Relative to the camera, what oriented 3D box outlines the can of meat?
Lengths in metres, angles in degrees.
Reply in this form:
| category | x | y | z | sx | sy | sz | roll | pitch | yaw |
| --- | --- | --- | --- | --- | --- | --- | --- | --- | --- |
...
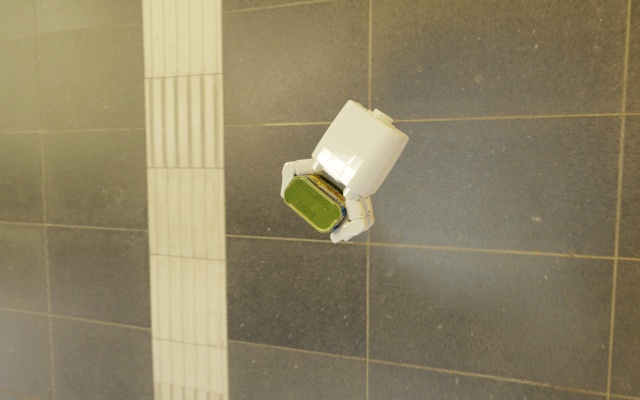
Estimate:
| category | x | y | z | sx | sy | sz | roll | pitch | yaw |
| --- | --- | --- | --- | --- | --- | --- | --- | --- | --- |
| can of meat | 0.000 | 0.002 | 0.748 | 0.102 | 0.057 | 0.084 | 39 | 15 | 13 |
